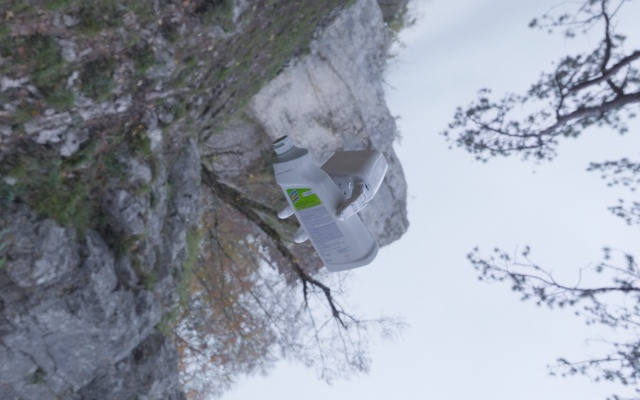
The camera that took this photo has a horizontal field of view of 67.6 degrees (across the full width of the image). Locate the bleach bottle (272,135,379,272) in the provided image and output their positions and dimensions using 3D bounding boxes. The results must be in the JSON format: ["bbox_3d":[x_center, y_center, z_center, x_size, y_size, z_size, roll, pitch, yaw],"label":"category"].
[{"bbox_3d":[0.000,0.003,0.806,0.102,0.251,0.068,-18,22,31],"label":"bleach bottle"}]
